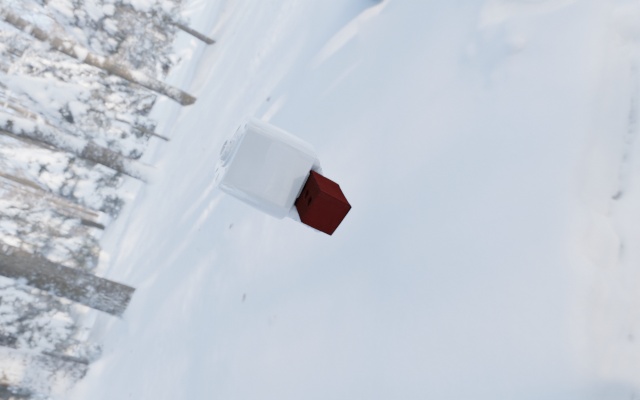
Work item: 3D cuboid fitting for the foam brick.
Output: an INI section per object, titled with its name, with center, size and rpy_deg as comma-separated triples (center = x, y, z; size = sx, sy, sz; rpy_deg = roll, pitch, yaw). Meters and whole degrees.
[foam brick]
center = 0.000, 0.002, 0.660
size = 0.051, 0.053, 0.078
rpy_deg = 27, 17, -23
